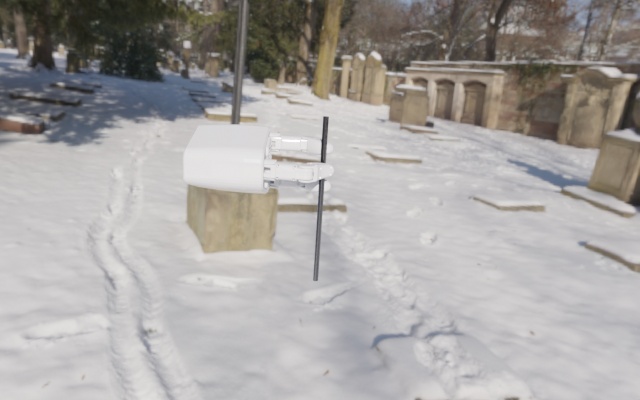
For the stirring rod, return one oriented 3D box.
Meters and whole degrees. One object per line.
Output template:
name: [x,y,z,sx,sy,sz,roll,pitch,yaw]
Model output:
stirring rod: [0.000,0.002,0.678,0.011,0.239,0.011,3,15,-1]
